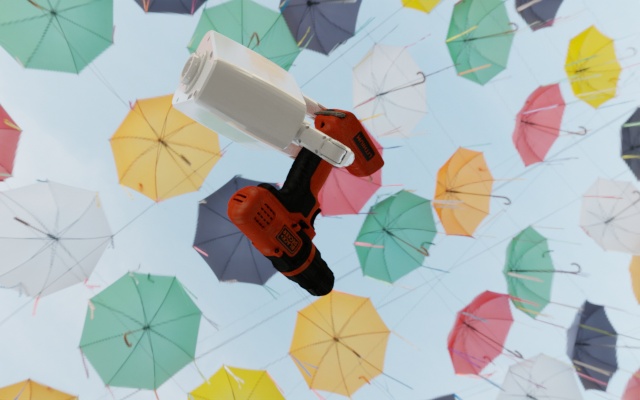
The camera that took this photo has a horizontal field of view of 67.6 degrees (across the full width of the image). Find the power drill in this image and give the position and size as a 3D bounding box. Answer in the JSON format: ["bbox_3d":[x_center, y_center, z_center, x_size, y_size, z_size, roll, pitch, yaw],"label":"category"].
[{"bbox_3d":[0.000,0.001,0.560,0.057,0.187,0.184,14,-28,43],"label":"power drill"}]
